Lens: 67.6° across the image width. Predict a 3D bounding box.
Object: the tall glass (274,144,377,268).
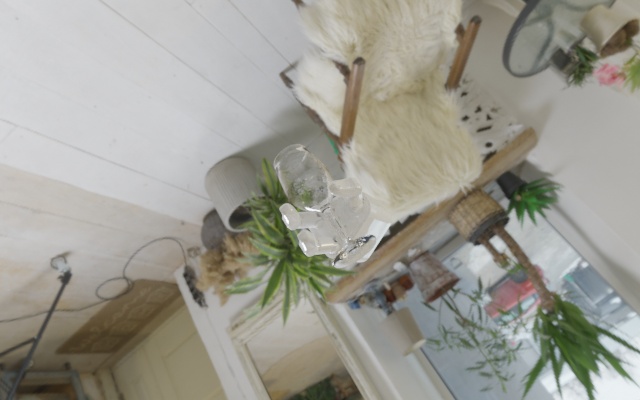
[{"bbox_3d":[0.000,0.003,0.733,0.079,0.201,0.079,-26,-29,-16],"label":"tall glass"}]
